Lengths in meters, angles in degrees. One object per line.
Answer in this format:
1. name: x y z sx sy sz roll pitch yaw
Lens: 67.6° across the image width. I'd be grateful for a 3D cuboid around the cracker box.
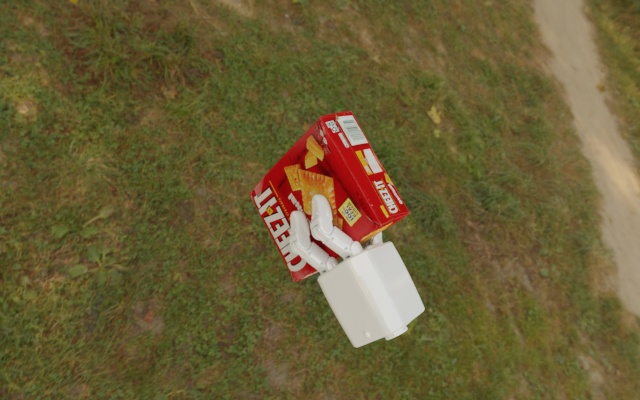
1. cracker box: 0.000 0.002 0.683 0.072 0.164 0.214 -18 -15 -43
